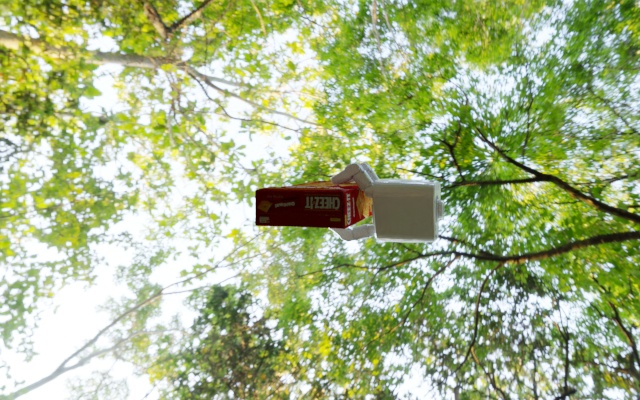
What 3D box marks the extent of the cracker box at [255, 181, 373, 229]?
[{"bbox_3d":[0.000,0.003,0.882,0.164,0.072,0.213,0,5,21],"label":"cracker box"}]
